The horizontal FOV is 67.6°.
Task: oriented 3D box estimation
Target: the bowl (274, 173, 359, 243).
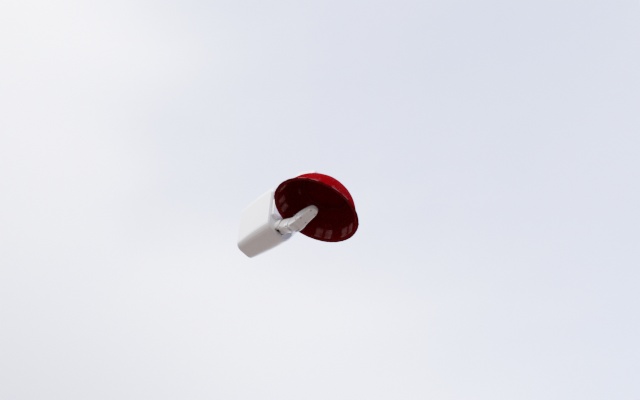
[{"bbox_3d":[0.001,0.002,0.860,0.162,0.162,0.055,0,44,30],"label":"bowl"}]
